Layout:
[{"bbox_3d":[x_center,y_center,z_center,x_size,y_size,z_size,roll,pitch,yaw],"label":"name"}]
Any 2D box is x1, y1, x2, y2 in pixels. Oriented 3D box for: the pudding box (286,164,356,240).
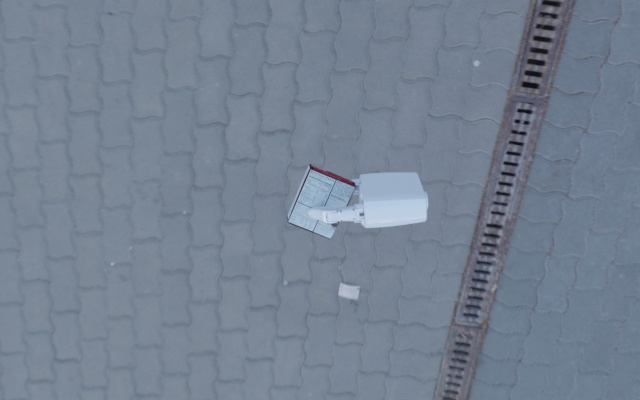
[{"bbox_3d":[0.000,0.003,0.854,0.090,0.113,0.039,22,13,-7],"label":"pudding box"}]
